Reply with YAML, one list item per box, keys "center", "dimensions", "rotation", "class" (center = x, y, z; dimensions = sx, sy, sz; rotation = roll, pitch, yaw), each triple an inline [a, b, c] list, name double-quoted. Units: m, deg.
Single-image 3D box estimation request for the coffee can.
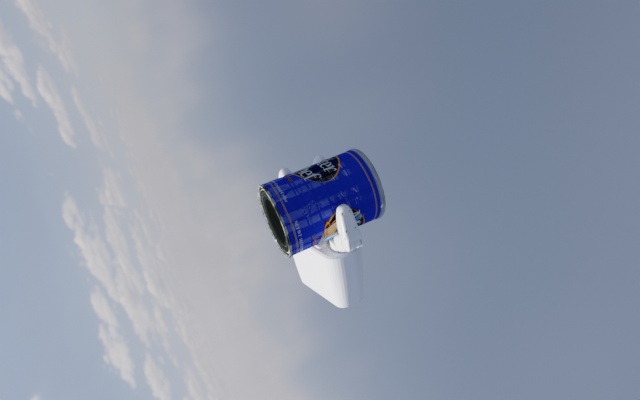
- center: [0.000, 0.002, 0.636]
  dimensions: [0.140, 0.103, 0.103]
  rotation: [-23, 7, -16]
  class: "coffee can"
